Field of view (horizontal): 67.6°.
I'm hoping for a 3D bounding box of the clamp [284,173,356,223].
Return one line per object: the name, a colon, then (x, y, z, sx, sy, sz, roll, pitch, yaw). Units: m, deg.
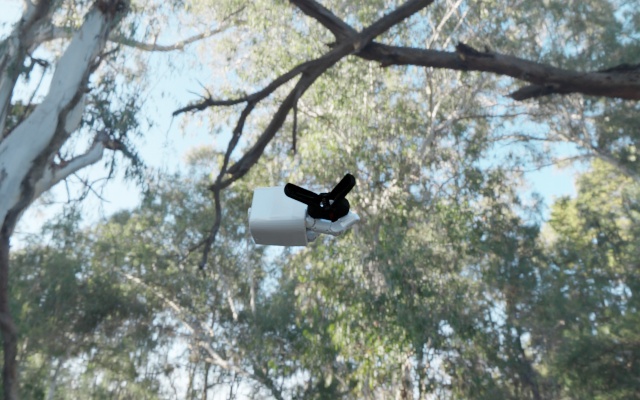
clamp: (0.000, 0.002, 0.853, 0.120, 0.039, 0.172, 0, -27, 2)
